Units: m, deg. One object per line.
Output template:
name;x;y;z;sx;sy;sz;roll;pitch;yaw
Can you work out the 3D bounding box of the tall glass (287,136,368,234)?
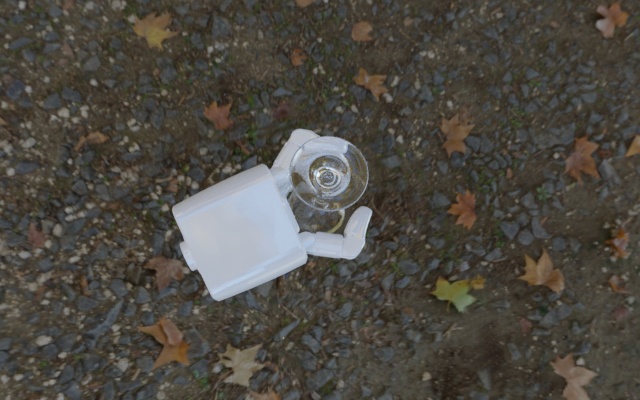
tall glass;0.000;0.002;0.538;0.079;0.079;0.201;0;-16;-4
